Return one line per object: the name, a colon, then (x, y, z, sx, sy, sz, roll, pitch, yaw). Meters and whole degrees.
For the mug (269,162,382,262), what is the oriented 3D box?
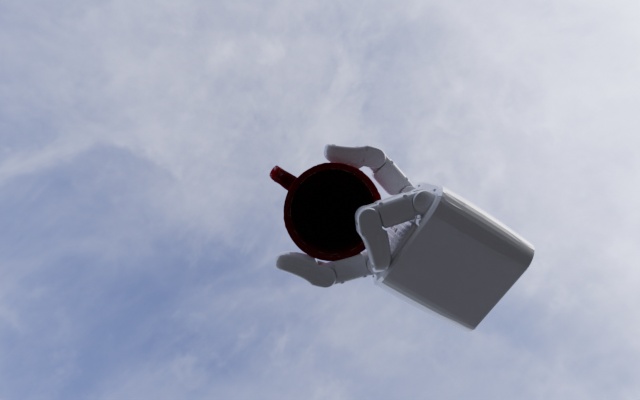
mug: (-0.001, 0.001, 0.481, 0.117, 0.093, 0.081, 30, 3, -5)
